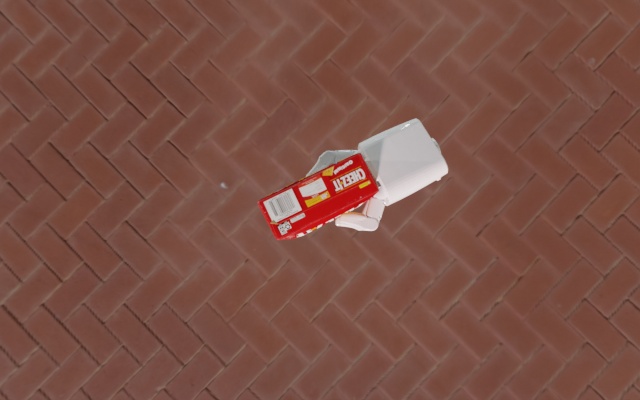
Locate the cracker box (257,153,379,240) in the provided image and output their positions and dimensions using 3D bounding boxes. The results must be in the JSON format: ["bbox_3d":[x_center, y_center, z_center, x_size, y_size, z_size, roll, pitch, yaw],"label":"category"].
[{"bbox_3d":[0.000,0.002,0.771,0.164,0.072,0.214,-26,-5,-1],"label":"cracker box"}]
